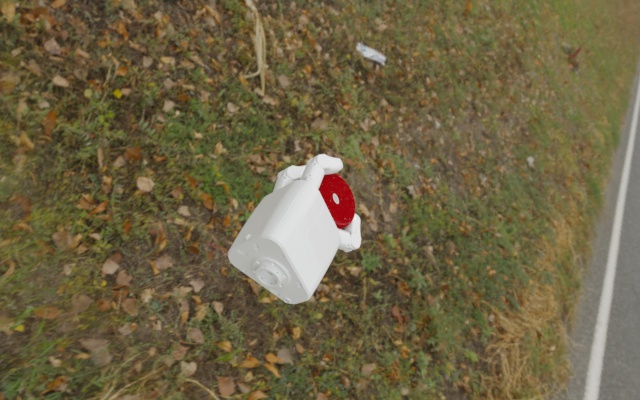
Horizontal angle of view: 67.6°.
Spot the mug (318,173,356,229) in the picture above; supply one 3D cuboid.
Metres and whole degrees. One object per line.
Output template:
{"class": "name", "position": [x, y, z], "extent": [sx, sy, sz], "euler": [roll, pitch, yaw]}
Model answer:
{"class": "mug", "position": [0.001, 0.001, 0.696], "extent": [0.081, 0.093, 0.117], "euler": [-23, 25, 39]}
